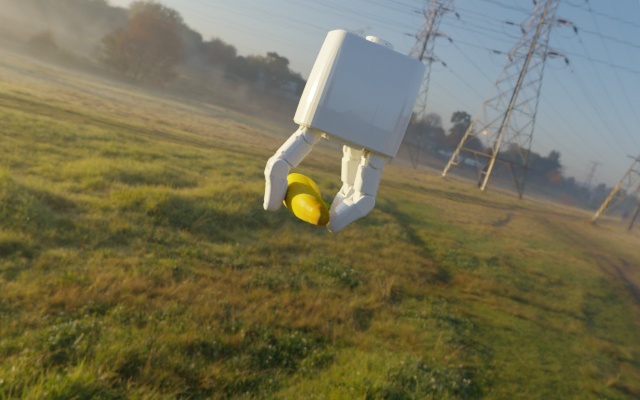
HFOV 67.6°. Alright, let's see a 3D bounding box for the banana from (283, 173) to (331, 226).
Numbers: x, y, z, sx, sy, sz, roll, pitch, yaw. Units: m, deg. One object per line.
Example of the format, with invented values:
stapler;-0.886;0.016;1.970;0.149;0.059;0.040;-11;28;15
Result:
banana;-0.017;-0.006;0.573;0.069;0.037;0.198;24;6;0
